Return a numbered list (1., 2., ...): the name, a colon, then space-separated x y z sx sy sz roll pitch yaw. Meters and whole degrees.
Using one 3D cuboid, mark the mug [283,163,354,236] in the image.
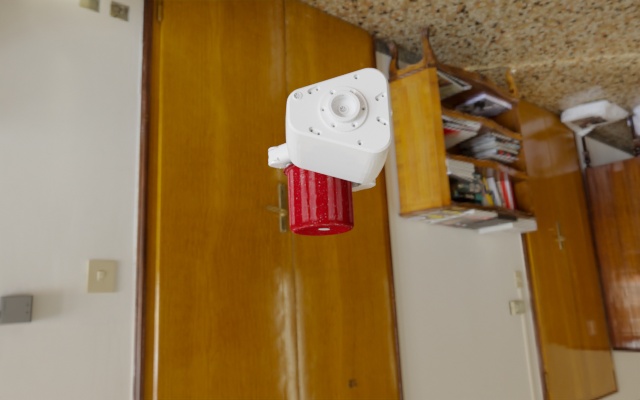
1. mug: 0.000 0.003 0.623 0.093 0.081 0.117 -3 -14 -2
